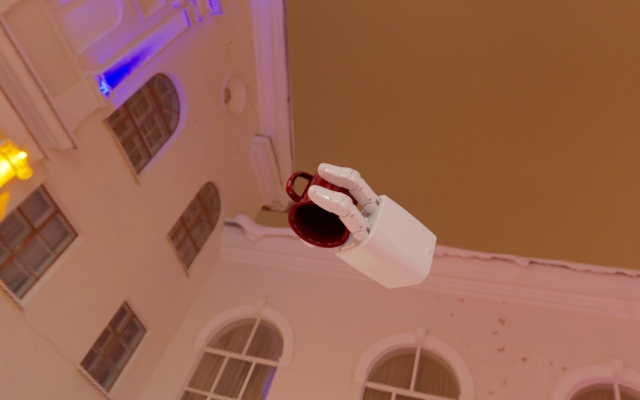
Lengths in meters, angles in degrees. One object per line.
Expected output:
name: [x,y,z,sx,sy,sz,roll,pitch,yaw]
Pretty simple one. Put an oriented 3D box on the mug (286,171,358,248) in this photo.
mug: [-0.001,0.001,0.700,0.117,0.081,0.093,37,-44,-12]
